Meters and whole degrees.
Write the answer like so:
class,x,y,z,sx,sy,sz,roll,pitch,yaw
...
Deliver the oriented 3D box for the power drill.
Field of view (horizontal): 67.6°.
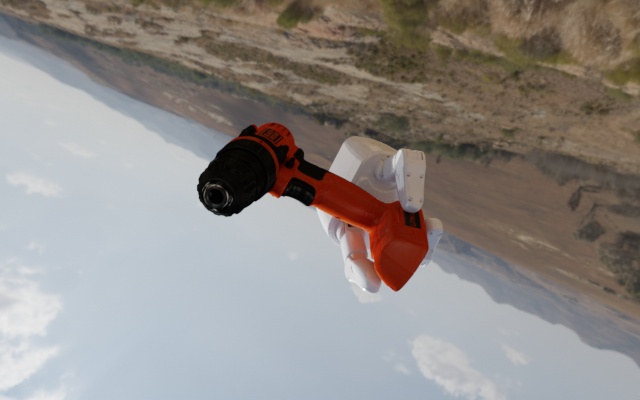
class,x,y,z,sx,sy,sz,roll,pitch,yaw
power drill,0.000,0.002,0.413,0.187,0.057,0.184,31,22,-3
